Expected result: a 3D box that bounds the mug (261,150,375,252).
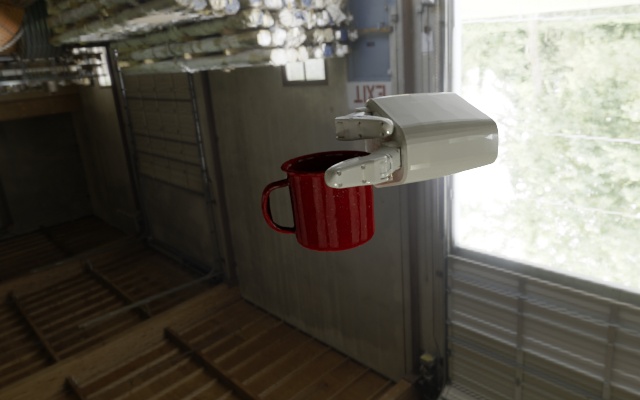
[{"bbox_3d":[-0.001,0.002,0.474,0.117,0.081,0.093,-10,17,-12],"label":"mug"}]
